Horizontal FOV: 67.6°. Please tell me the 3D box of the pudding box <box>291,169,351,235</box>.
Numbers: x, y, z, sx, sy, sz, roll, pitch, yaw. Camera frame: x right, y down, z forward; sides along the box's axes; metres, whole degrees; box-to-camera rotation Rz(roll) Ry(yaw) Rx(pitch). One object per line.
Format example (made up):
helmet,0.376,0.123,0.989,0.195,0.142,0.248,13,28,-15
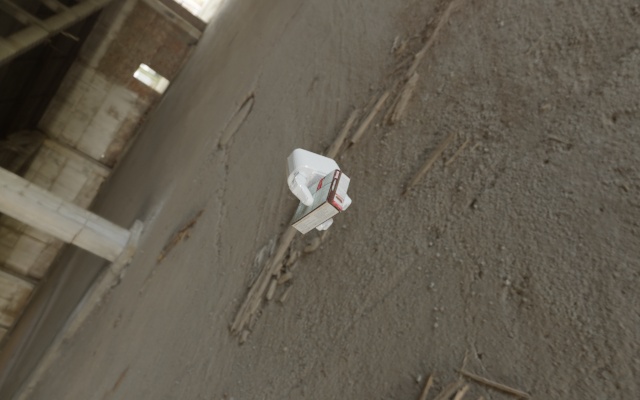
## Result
pudding box,0.000,0.003,0.892,0.039,0.090,0.113,35,-44,-19
